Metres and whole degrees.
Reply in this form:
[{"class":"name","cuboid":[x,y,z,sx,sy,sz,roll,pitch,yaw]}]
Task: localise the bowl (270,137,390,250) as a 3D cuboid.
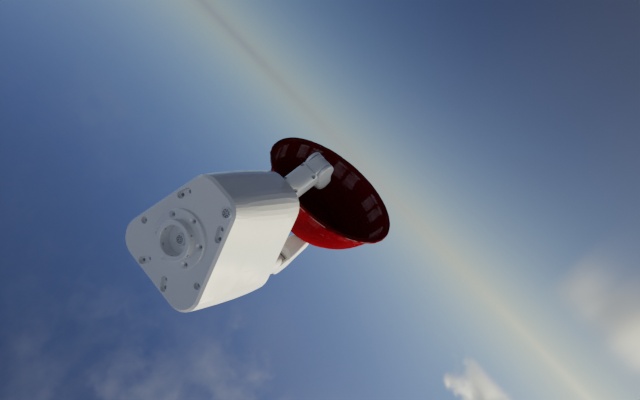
[{"class":"bowl","cuboid":[0.001,0.002,0.548,0.162,0.162,0.055,0,-42,-48]}]
